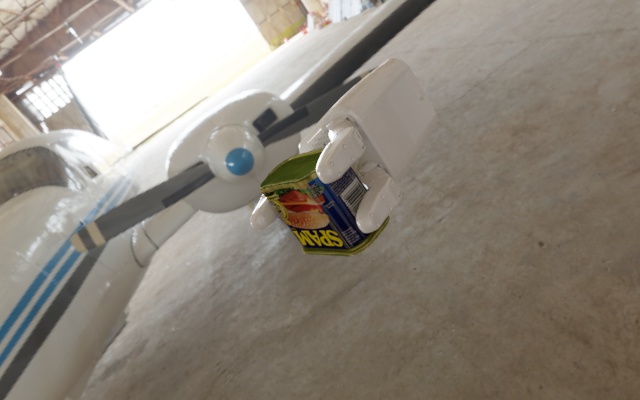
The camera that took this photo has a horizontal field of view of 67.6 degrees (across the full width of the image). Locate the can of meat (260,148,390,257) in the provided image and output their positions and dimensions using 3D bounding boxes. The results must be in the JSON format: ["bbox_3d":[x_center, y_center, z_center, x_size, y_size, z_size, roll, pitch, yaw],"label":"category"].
[{"bbox_3d":[0.000,0.001,0.443,0.057,0.084,0.102,-46,22,-28],"label":"can of meat"}]
